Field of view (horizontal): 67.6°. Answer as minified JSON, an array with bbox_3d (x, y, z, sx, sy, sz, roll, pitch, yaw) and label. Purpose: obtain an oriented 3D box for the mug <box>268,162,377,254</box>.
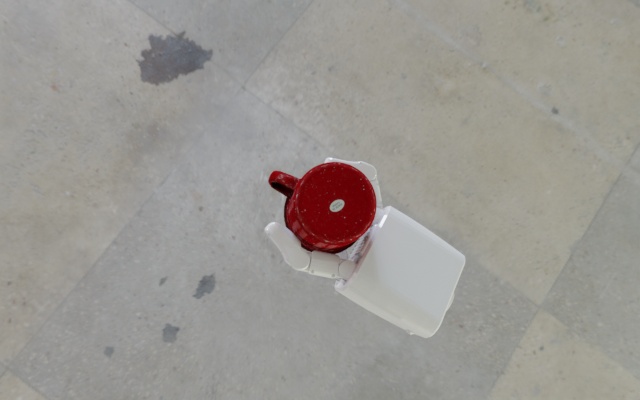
[{"bbox_3d":[-0.001,0.001,0.490,0.117,0.093,0.081,31,-11,-1],"label":"mug"}]
